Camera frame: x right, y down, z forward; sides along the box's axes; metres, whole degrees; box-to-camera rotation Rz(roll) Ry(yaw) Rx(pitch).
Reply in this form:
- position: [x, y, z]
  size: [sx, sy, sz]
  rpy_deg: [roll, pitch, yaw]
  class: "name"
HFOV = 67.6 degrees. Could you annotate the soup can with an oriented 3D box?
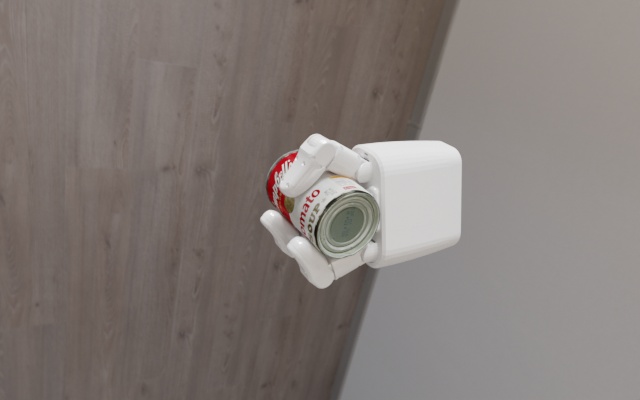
- position: [0.000, 0.002, 0.447]
  size: [0.068, 0.068, 0.102]
  rpy_deg: [0, 25, -33]
  class: "soup can"
